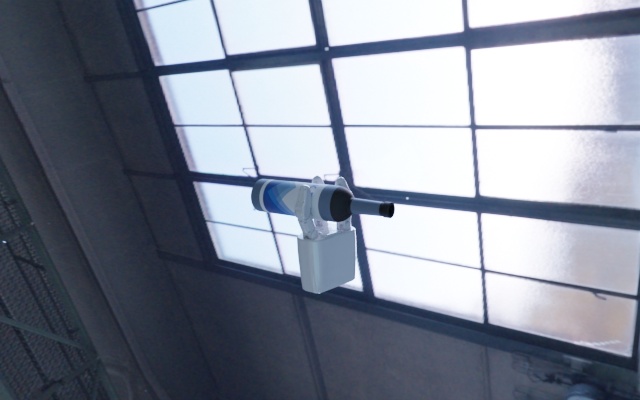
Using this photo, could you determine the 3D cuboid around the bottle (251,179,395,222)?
[{"bbox_3d":[0.000,0.003,0.884,0.295,0.069,0.069,7,4,35],"label":"bottle"}]
